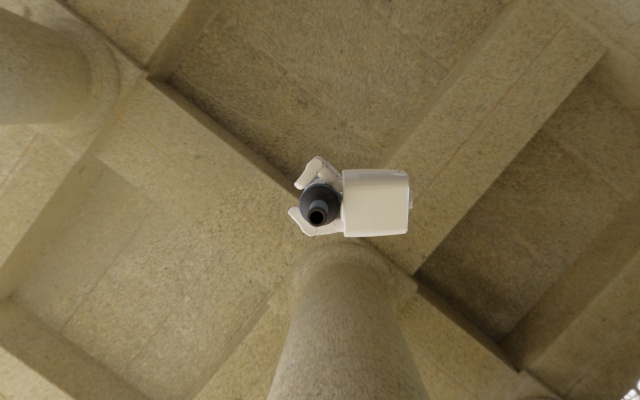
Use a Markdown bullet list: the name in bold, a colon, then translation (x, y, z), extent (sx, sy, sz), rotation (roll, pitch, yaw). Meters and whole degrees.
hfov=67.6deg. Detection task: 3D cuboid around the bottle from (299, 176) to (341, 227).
- **bottle**: translation (0.000, 0.003, 0.794), extent (0.069, 0.069, 0.295), rotation (0, 8, 2)
